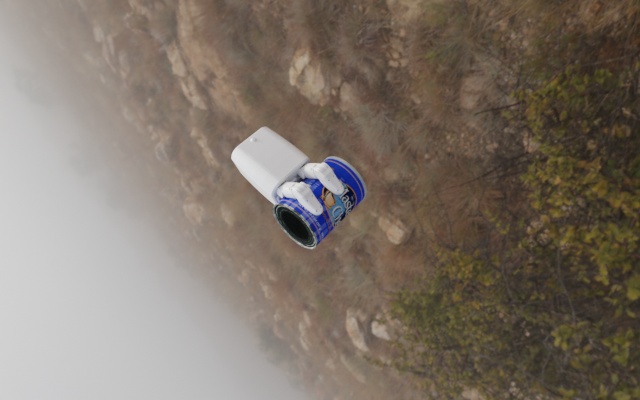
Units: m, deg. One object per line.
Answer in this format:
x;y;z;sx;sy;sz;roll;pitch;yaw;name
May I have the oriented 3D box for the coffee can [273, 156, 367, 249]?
0.000;0.003;0.852;0.140;0.103;0.103;-43;23;-26;coffee can
